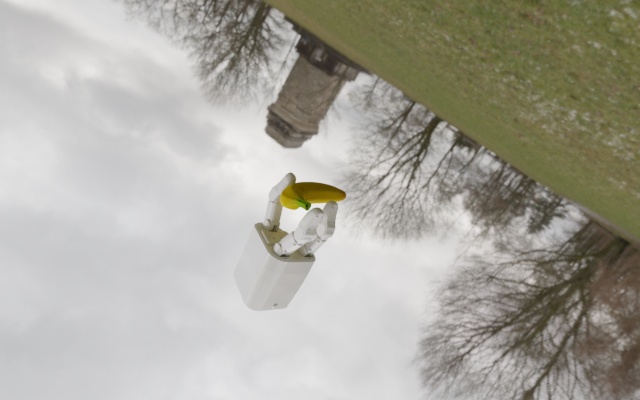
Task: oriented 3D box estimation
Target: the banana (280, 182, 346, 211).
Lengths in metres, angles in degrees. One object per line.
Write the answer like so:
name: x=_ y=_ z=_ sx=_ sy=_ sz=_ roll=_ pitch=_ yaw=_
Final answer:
banana: x=-0.017 y=-0.005 z=0.774 sx=0.069 sy=0.037 sz=0.198 roll=27 pitch=15 yaw=15
